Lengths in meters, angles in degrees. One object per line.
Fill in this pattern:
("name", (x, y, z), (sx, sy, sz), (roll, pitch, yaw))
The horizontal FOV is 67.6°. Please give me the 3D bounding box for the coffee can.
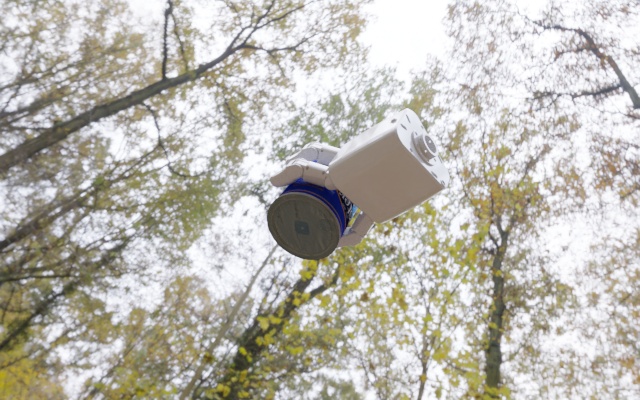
("coffee can", (0.000, 0.002, 0.675), (0.103, 0.103, 0.140), (0, 30, 24))
